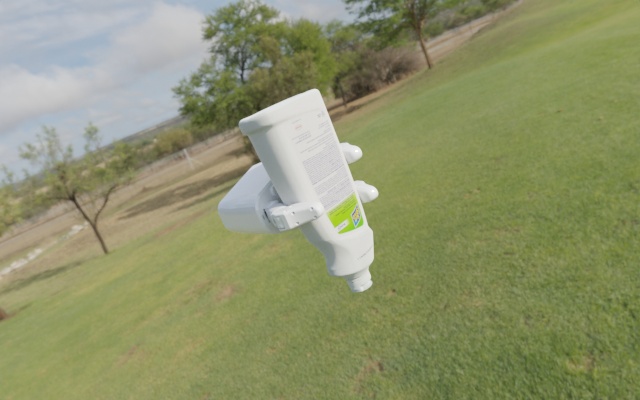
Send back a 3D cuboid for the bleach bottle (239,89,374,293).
[{"bbox_3d":[0.000,0.002,0.574,0.102,0.251,0.068,-34,18,-37],"label":"bleach bottle"}]
